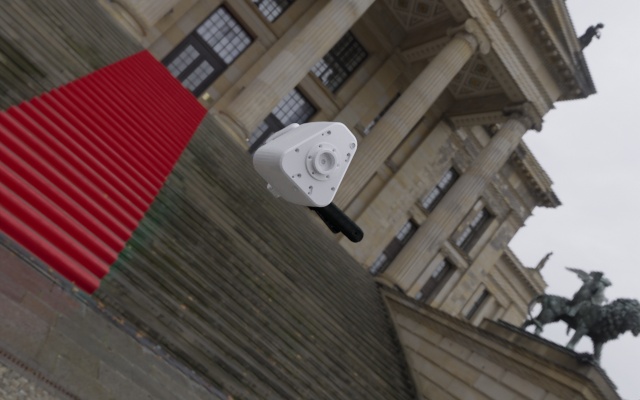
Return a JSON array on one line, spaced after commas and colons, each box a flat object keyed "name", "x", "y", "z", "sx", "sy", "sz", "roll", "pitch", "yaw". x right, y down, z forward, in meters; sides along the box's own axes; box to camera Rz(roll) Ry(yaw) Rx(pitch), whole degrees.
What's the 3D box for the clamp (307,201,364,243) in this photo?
[{"name": "clamp", "x": 0.000, "y": 0.002, "z": 0.751, "sx": 0.171, "sy": 0.039, "sz": 0.120, "roll": 46, "pitch": -14, "yaw": -22}]
